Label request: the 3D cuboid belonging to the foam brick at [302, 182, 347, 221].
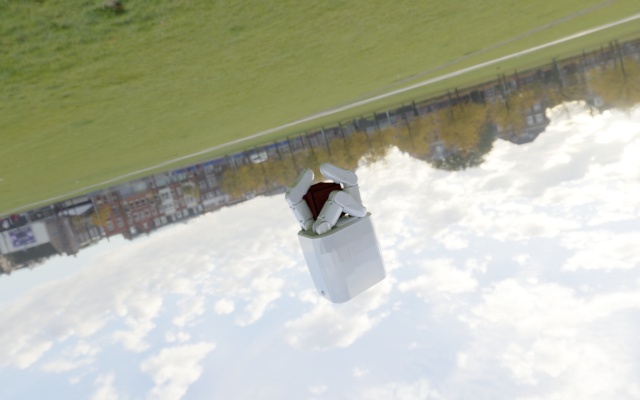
[{"bbox_3d":[0.000,0.002,0.747,0.053,0.051,0.078,-20,9,-20],"label":"foam brick"}]
